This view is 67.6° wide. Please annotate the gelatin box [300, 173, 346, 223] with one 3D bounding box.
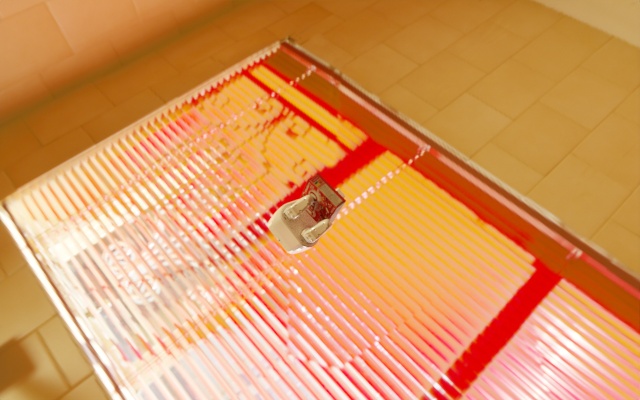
[{"bbox_3d":[0.001,0.002,0.862,0.030,0.073,0.089,-37,-13,-30],"label":"gelatin box"}]
